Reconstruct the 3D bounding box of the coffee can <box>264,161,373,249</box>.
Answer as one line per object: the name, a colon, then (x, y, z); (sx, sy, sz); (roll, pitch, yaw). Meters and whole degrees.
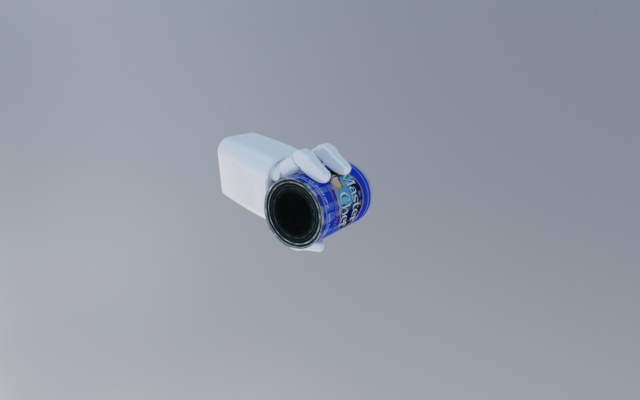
coffee can: (0.000, 0.002, 0.711); (0.103, 0.103, 0.140); (0, 13, 35)
